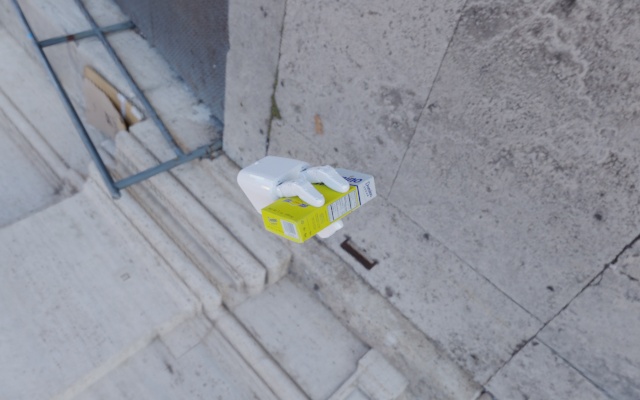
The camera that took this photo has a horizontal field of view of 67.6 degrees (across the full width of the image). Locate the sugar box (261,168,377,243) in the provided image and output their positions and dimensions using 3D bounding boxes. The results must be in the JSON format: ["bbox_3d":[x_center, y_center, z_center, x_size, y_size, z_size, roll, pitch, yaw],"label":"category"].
[{"bbox_3d":[0.000,0.002,0.785,0.176,0.048,0.093,-33,33,-33],"label":"sugar box"}]
